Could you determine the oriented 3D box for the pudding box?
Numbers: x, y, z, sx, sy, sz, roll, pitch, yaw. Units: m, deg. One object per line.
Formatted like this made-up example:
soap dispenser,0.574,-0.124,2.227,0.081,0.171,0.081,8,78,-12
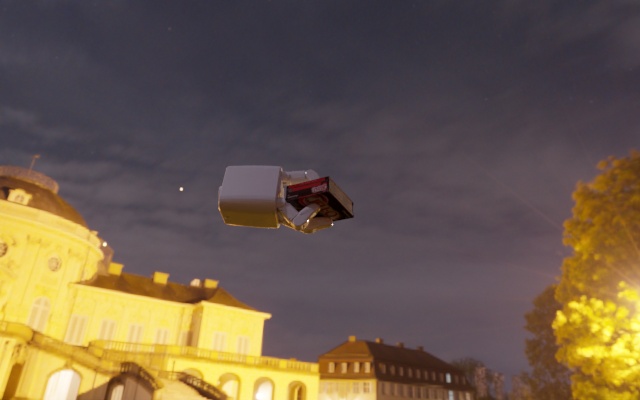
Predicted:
pudding box,0.000,0.003,0.896,0.090,0.039,0.113,-12,-30,26
